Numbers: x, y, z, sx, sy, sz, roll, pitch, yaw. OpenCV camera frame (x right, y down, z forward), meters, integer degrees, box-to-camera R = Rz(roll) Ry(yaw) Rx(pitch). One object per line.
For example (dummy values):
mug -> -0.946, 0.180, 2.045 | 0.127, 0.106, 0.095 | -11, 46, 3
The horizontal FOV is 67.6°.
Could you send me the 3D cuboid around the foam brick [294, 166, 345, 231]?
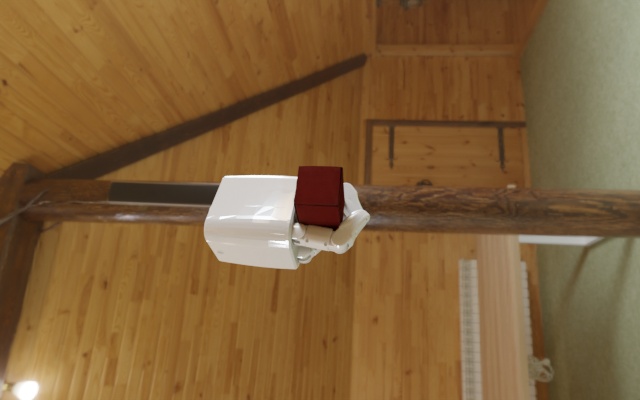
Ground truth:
foam brick -> 0.000, 0.002, 0.560 | 0.051, 0.053, 0.078 | 4, -30, 7
